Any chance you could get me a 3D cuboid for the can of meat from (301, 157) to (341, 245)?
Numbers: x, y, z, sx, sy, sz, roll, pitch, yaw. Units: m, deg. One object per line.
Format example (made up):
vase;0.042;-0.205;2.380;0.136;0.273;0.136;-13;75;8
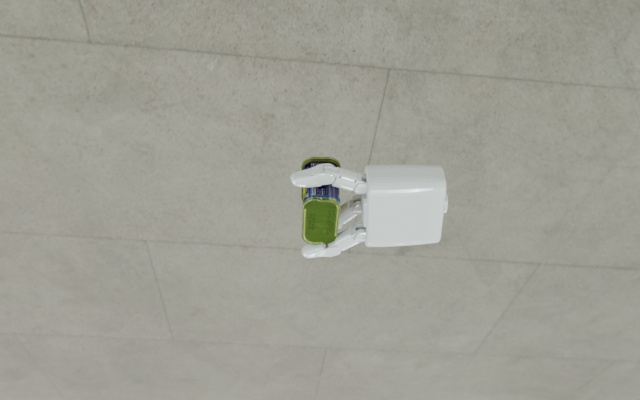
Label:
can of meat;0.000;0.002;0.690;0.057;0.083;0.102;1;-43;-2
